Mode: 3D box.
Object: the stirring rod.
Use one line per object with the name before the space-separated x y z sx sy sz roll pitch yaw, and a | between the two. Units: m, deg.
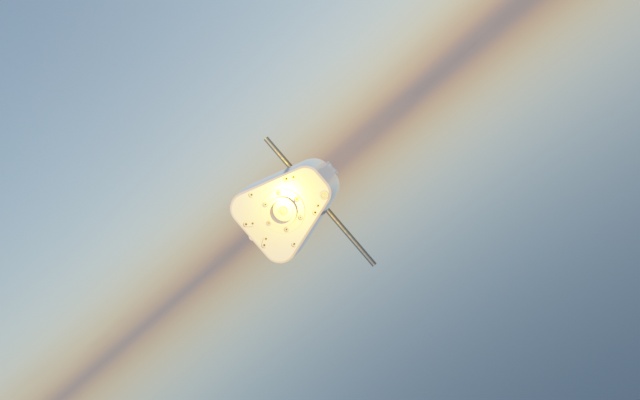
stirring rod | 0.000 0.002 0.687 0.011 0.239 0.011 -41 2 2
